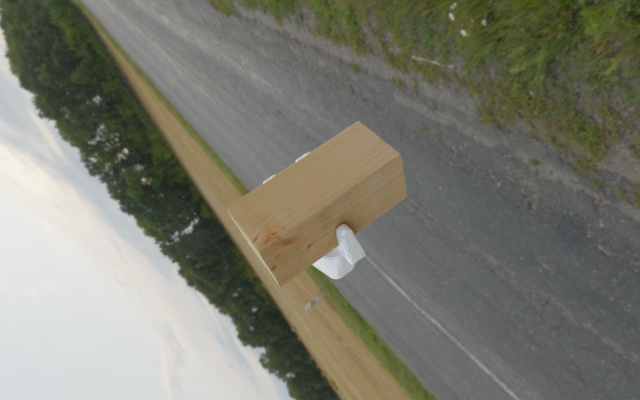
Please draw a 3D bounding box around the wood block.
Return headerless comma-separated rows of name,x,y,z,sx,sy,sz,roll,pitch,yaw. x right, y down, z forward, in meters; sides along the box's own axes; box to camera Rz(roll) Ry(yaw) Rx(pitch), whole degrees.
wood block,0.000,0.002,0.611,0.206,0.090,0.090,-35,53,-12
